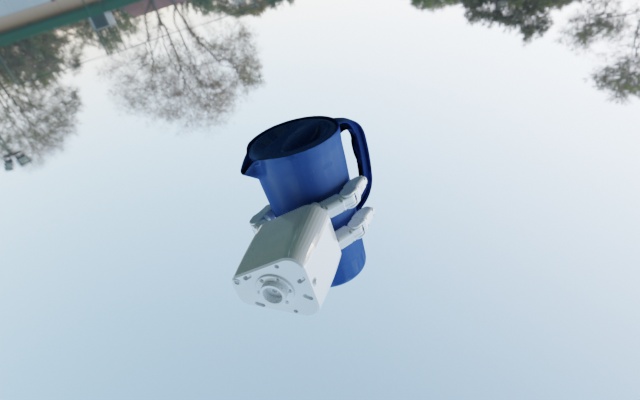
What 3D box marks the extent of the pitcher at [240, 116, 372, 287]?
[{"bbox_3d":[0.000,0.002,0.709,0.149,0.243,0.145,-6,31,21],"label":"pitcher"}]
